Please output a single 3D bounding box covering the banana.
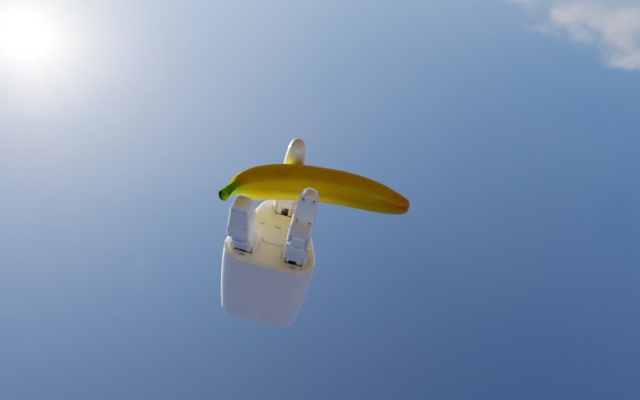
[{"bbox_3d":[-0.007,-0.010,0.495,0.198,0.037,0.069,2,36,-17],"label":"banana"}]
